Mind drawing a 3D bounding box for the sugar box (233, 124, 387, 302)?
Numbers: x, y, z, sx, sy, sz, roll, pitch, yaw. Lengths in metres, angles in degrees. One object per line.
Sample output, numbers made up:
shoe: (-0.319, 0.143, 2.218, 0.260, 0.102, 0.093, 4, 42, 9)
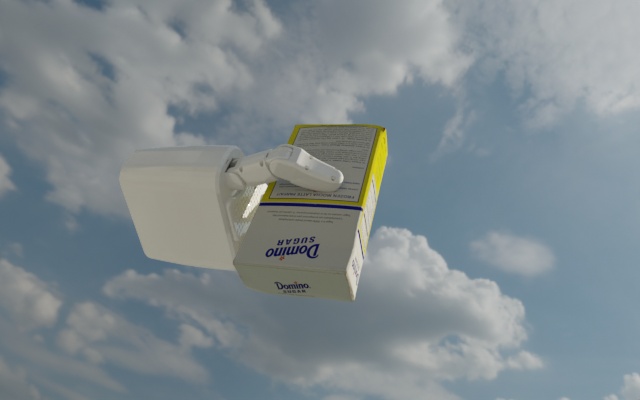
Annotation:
sugar box: (0.000, 0.002, 0.419, 0.093, 0.176, 0.048, 3, -42, 18)
